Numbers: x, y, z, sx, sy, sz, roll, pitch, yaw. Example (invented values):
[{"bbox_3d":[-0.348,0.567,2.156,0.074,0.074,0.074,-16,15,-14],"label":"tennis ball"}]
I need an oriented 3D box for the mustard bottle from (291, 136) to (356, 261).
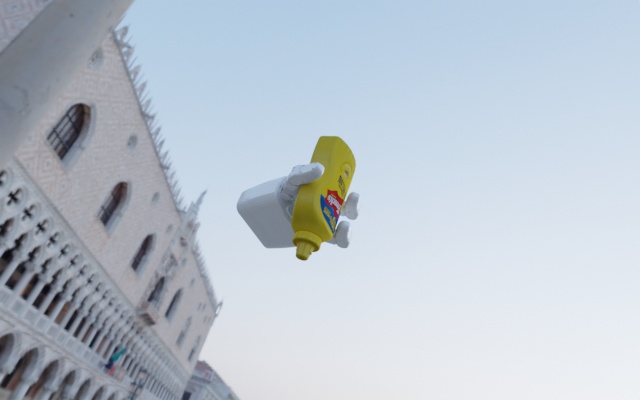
[{"bbox_3d":[0.000,0.002,0.711,0.058,0.191,0.096,5,-34,23],"label":"mustard bottle"}]
